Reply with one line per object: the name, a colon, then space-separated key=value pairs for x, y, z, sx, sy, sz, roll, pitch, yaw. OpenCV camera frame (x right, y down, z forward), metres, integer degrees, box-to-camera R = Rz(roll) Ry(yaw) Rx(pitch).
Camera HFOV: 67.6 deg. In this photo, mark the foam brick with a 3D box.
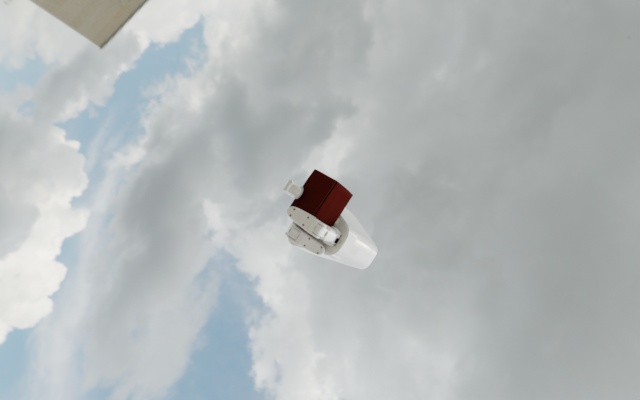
foam brick: x=0.000 y=0.002 z=0.721 sx=0.053 sy=0.078 sz=0.051 roll=35 pitch=1 yaw=41
